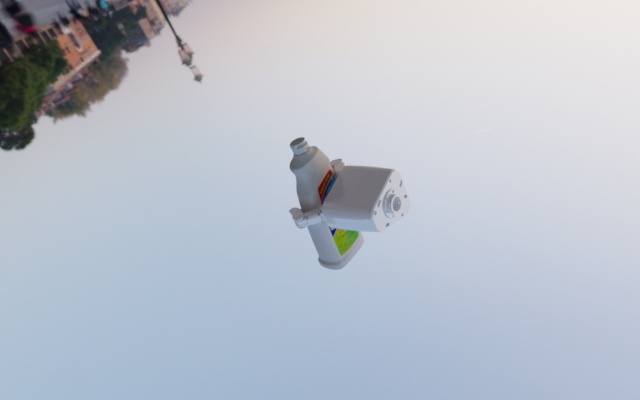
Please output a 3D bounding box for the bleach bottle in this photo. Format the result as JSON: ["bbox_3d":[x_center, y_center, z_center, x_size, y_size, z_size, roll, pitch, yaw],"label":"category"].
[{"bbox_3d":[0.000,0.003,0.878,0.068,0.251,0.102,7,42,43],"label":"bleach bottle"}]
